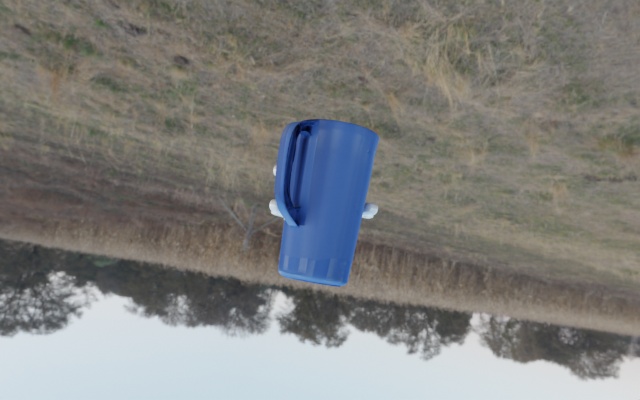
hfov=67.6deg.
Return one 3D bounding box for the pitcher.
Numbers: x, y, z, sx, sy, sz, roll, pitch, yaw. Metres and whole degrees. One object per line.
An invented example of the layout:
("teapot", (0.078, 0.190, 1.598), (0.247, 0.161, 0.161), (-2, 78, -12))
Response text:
("pitcher", (0.000, 0.002, 0.732), (0.149, 0.243, 0.145), (10, -8, -3))
